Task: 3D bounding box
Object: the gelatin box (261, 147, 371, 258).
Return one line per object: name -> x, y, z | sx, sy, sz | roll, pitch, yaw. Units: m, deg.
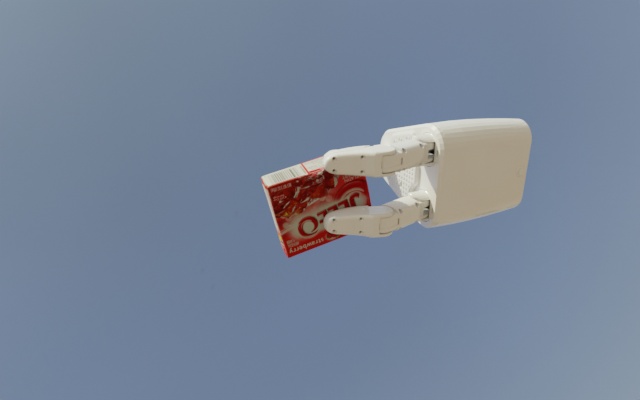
gelatin box -> 0.000, 0.001, 0.428 | 0.089, 0.073, 0.030 | -19, 28, -11
